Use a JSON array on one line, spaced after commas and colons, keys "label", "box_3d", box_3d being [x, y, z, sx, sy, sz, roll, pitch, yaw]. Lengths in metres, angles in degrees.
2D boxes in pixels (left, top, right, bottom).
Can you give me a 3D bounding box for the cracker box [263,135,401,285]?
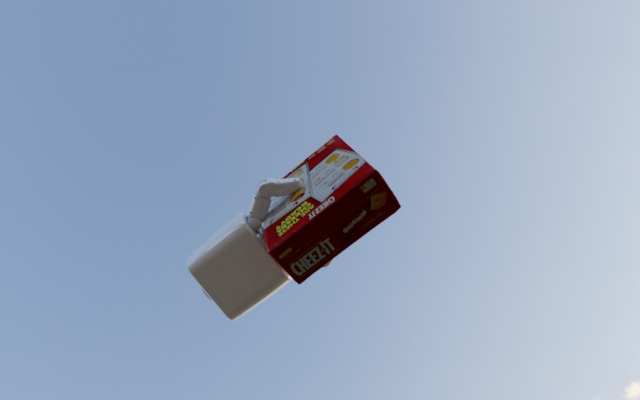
[{"label": "cracker box", "box_3d": [0.000, 0.002, 0.670, 0.164, 0.072, 0.213, -38, 22, 3]}]
